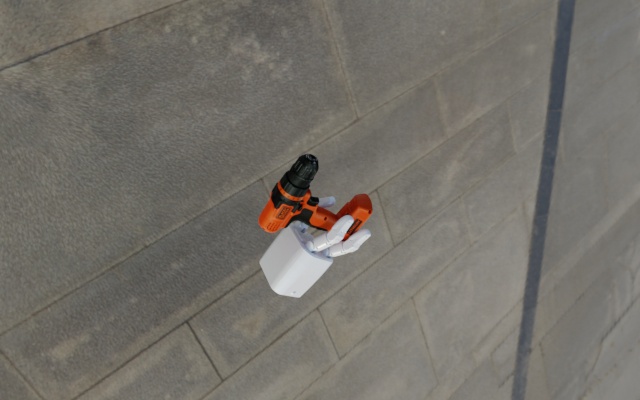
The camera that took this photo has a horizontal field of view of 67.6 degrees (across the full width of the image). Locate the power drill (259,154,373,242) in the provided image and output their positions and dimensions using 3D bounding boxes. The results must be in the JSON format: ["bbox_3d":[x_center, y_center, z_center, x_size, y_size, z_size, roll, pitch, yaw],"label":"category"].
[{"bbox_3d":[0.000,0.003,0.885,0.188,0.057,0.184,16,-49,-26],"label":"power drill"}]
